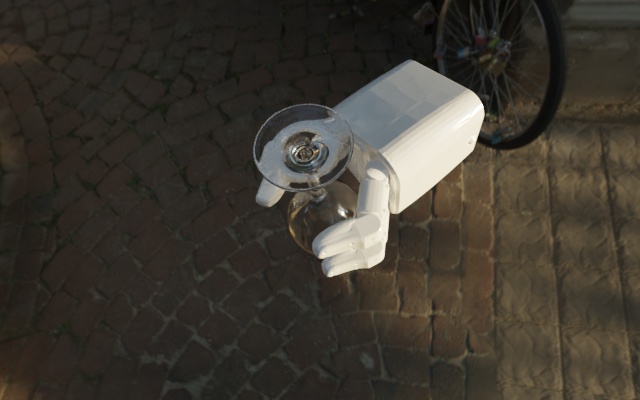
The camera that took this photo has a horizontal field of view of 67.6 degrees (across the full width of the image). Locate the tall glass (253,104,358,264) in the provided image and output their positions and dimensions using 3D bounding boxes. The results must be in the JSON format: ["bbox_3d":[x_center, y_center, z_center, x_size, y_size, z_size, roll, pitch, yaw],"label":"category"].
[{"bbox_3d":[0.000,0.001,0.435,0.079,0.079,0.201,0,-25,8],"label":"tall glass"}]
